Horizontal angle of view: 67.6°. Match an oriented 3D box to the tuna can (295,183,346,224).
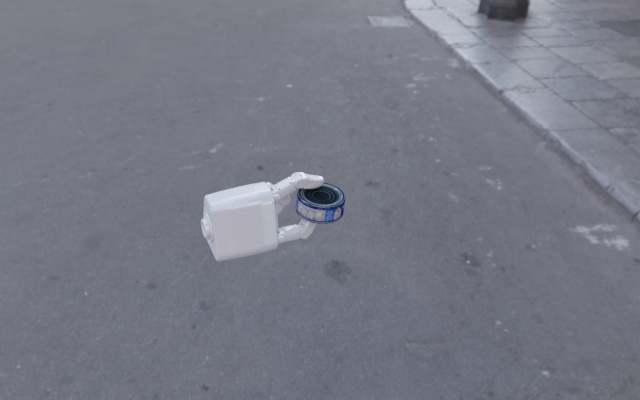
[{"bbox_3d":[0.000,0.002,0.829,0.086,0.034,0.086,5,32,-3],"label":"tuna can"}]
